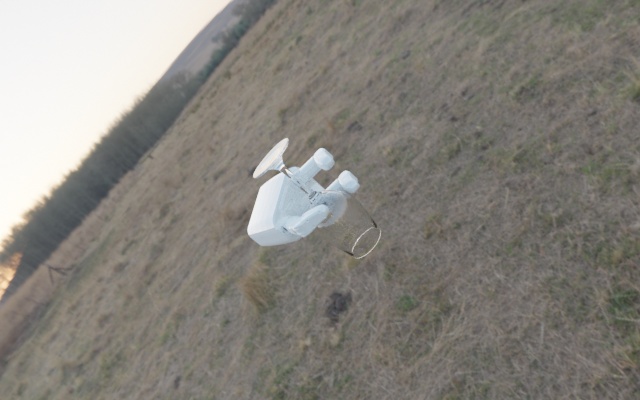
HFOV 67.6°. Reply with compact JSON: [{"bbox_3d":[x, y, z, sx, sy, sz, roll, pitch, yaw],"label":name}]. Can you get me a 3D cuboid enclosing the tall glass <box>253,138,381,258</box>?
[{"bbox_3d":[0.000,0.002,0.705,0.201,0.079,0.079,41,-16,-18],"label":"tall glass"}]
